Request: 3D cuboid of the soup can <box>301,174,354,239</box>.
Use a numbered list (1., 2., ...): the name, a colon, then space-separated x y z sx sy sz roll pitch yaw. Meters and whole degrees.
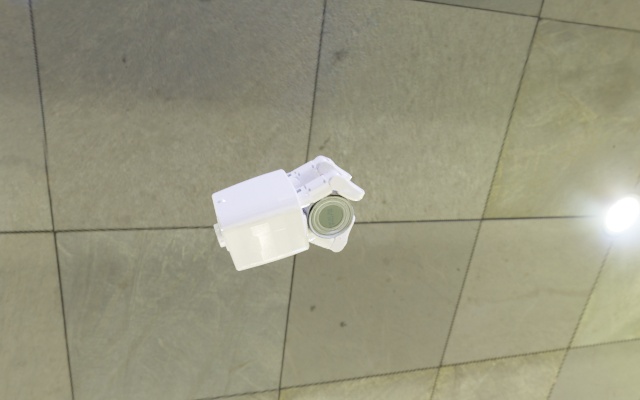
1. soup can: 0.001 0.002 0.687 0.068 0.068 0.102 0 25 -19
